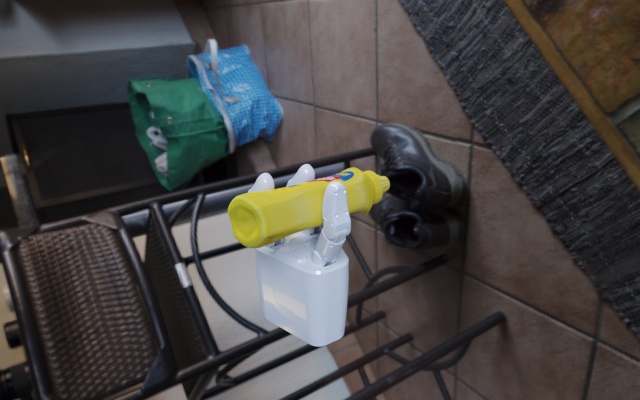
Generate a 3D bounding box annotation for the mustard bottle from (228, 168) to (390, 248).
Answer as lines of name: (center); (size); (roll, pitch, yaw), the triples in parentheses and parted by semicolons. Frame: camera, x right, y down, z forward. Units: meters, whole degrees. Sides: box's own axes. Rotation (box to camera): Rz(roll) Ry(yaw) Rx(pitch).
mustard bottle: (0.000, 0.001, 0.539); (0.191, 0.058, 0.096); (-15, 2, -29)
